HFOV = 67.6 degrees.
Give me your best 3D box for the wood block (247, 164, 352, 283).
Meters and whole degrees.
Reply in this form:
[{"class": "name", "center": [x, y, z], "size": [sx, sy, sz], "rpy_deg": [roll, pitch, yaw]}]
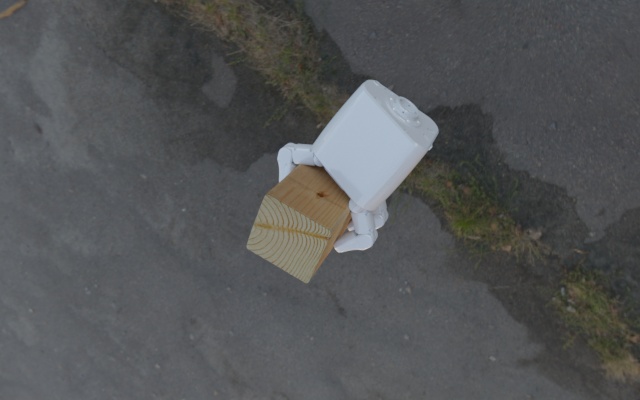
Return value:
[{"class": "wood block", "center": [0.000, 0.002, 0.637], "size": [0.091, 0.090, 0.206], "rpy_deg": [30, 34, 9]}]
